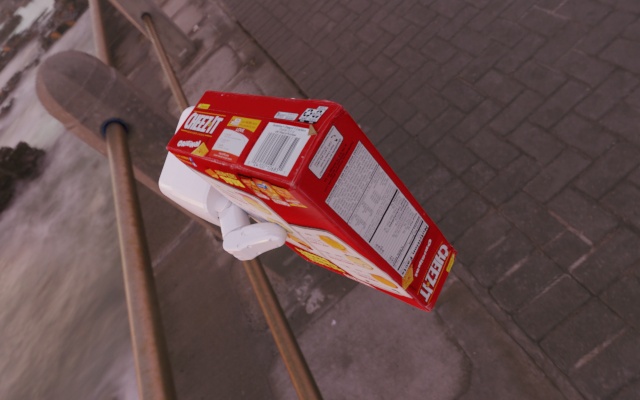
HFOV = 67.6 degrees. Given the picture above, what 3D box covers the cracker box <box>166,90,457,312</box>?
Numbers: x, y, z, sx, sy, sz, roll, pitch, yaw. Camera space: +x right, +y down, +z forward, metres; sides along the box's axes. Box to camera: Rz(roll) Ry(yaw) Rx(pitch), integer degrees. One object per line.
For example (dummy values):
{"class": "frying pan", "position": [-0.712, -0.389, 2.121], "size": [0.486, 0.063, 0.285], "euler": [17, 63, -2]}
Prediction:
{"class": "cracker box", "position": [0.000, 0.001, 0.409], "size": [0.164, 0.072, 0.214], "euler": [16, -19, 44]}
